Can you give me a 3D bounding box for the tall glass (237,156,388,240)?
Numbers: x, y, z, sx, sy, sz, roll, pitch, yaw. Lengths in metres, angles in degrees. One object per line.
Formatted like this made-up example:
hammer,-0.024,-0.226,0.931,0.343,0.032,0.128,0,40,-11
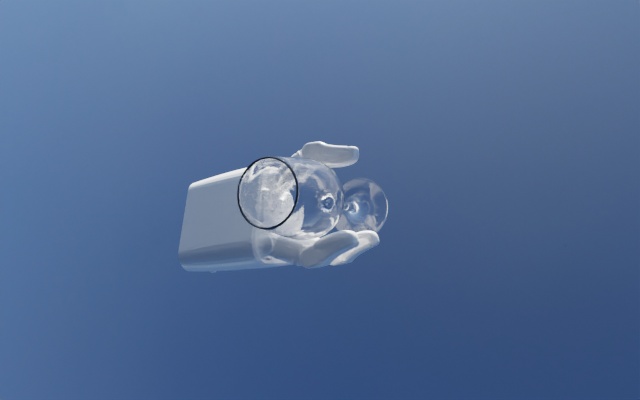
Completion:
tall glass,0.001,0.002,0.487,0.079,0.079,0.201,0,-5,27
